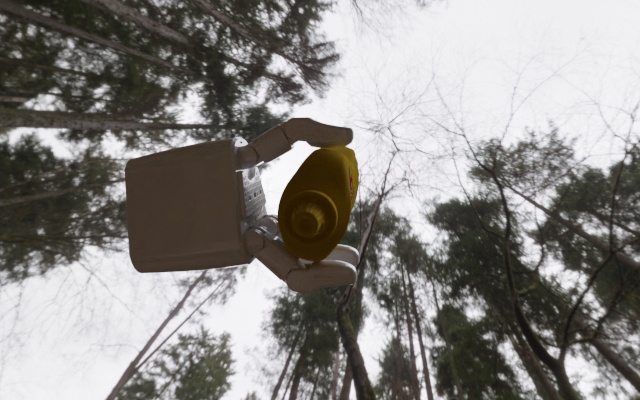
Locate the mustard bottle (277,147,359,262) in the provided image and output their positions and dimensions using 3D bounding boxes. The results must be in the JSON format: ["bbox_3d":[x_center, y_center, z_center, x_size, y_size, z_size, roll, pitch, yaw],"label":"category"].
[{"bbox_3d":[0.000,0.001,0.425,0.058,0.096,0.191,16,11,5],"label":"mustard bottle"}]
